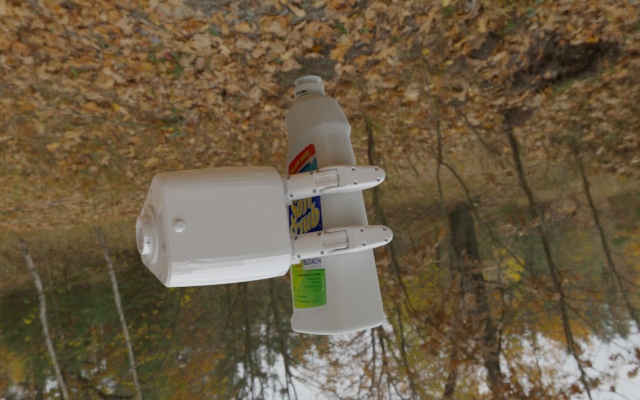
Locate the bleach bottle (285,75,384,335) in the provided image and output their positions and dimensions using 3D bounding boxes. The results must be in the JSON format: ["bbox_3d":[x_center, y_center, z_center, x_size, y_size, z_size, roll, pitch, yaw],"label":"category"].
[{"bbox_3d":[0.000,0.002,0.481,0.068,0.251,0.102,-3,-9,-33],"label":"bleach bottle"}]
